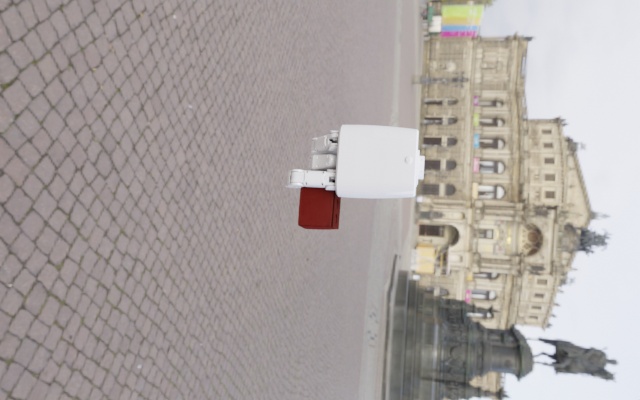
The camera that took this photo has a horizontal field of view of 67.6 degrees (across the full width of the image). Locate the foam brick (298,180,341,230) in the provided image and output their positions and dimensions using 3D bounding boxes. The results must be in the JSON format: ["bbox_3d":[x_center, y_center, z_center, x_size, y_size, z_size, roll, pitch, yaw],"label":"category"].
[{"bbox_3d":[0.000,0.003,0.687,0.051,0.078,0.053,3,-6,11],"label":"foam brick"}]
